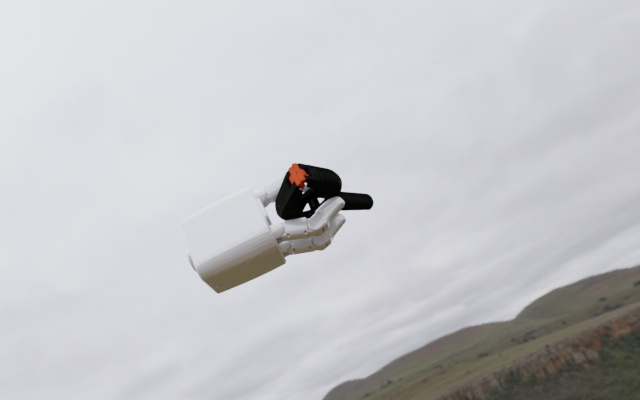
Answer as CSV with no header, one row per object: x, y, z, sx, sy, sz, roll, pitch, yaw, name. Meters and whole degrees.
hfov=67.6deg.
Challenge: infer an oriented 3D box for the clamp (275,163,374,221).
-0.001,0.001,0.656,0.164,0.036,0.210,-28,-25,-7,clamp
